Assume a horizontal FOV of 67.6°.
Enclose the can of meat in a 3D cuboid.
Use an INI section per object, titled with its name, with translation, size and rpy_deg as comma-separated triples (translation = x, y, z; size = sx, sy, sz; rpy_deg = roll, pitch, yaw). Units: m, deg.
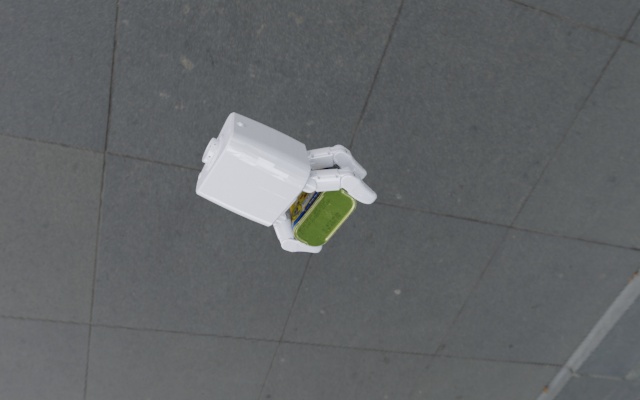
[can of meat]
translation = 0.000, 0.002, 0.656
size = 0.057, 0.102, 0.084
rpy_deg = 28, 24, -23
